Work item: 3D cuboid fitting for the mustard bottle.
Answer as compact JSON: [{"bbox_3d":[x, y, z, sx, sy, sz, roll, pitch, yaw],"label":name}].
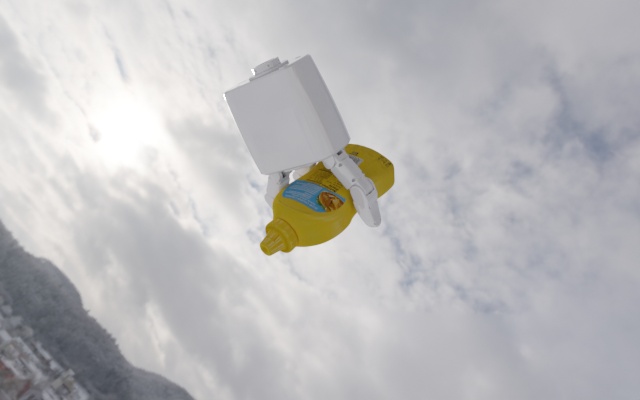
[{"bbox_3d":[0.000,0.002,0.573,0.096,0.058,0.191,24,49,33],"label":"mustard bottle"}]
